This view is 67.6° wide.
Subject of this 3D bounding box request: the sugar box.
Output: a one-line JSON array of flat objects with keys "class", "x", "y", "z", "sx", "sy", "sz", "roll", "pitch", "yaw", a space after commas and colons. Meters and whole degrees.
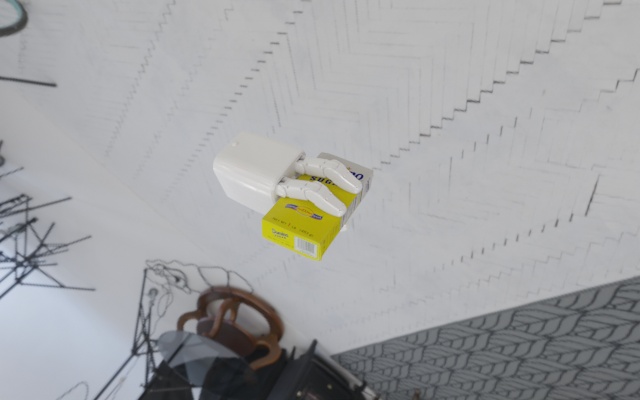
[{"class": "sugar box", "x": 0.000, "y": 0.002, "z": 0.695, "sx": 0.093, "sy": 0.048, "sz": 0.176, "roll": 22, "pitch": 49, "yaw": 17}]
